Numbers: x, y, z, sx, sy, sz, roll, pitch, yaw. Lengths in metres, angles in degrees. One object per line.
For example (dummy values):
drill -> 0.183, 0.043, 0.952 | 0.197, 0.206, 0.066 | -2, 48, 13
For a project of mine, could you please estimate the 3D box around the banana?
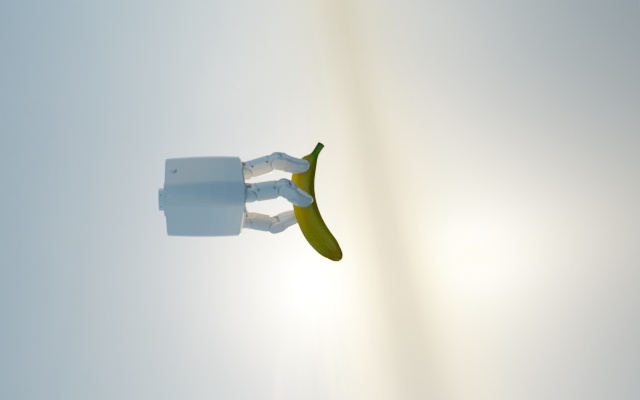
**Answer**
banana -> -0.012, 0.008, 0.710 | 0.037, 0.197, 0.070 | 12, -34, -38
